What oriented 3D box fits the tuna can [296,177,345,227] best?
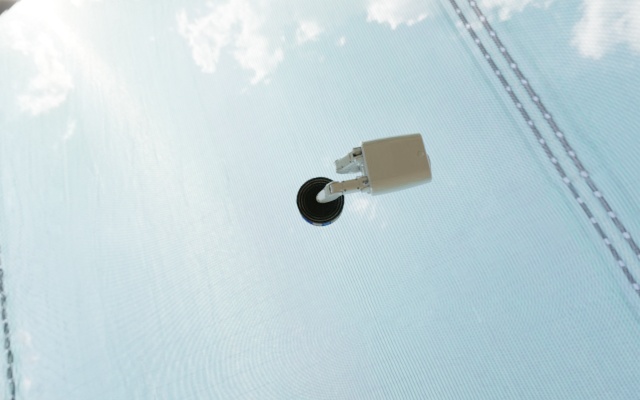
[{"bbox_3d":[0.000,0.003,0.853,0.086,0.086,0.034,0,-15,1],"label":"tuna can"}]
